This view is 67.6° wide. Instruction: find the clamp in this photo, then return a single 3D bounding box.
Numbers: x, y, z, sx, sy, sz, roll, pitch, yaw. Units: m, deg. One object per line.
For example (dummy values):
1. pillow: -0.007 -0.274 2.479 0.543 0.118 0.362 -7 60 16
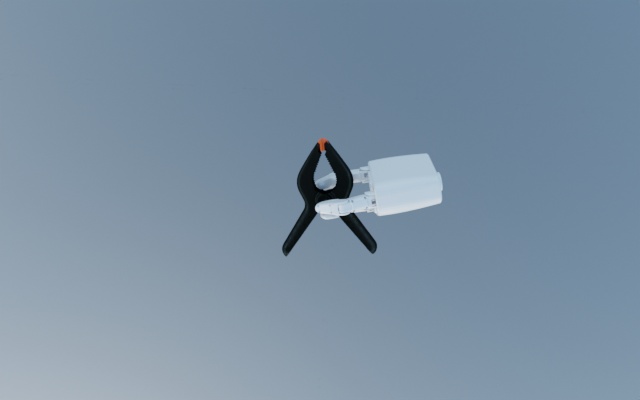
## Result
1. clamp: 0.000 0.002 0.809 0.164 0.210 0.036 -9 14 6
